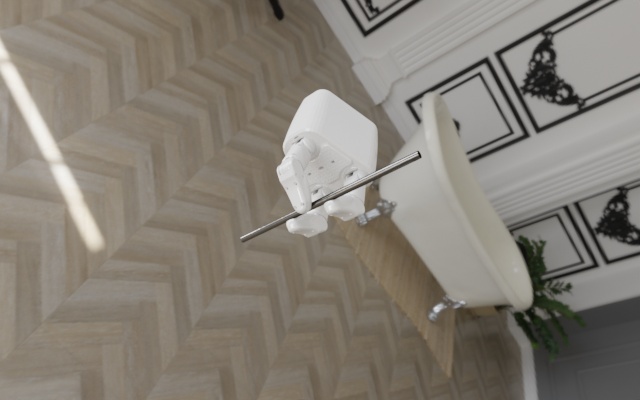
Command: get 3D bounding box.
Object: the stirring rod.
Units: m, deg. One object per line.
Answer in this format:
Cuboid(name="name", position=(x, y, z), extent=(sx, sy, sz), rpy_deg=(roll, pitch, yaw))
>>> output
Cuboid(name="stirring rod", position=(0.000, 0.002, 0.511), extent=(0.239, 0.011, 0.011), rpy_deg=(-26, -14, 30))
